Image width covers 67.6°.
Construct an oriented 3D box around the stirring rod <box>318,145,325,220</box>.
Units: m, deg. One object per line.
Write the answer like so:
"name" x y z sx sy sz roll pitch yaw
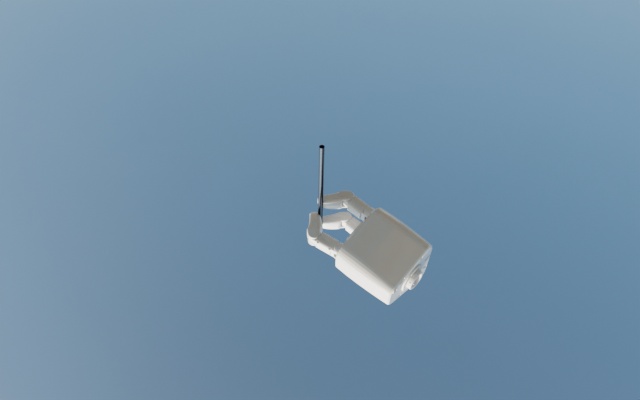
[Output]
"stirring rod" 0.000 0.003 0.773 0.011 0.011 0.240 0 -41 -1
